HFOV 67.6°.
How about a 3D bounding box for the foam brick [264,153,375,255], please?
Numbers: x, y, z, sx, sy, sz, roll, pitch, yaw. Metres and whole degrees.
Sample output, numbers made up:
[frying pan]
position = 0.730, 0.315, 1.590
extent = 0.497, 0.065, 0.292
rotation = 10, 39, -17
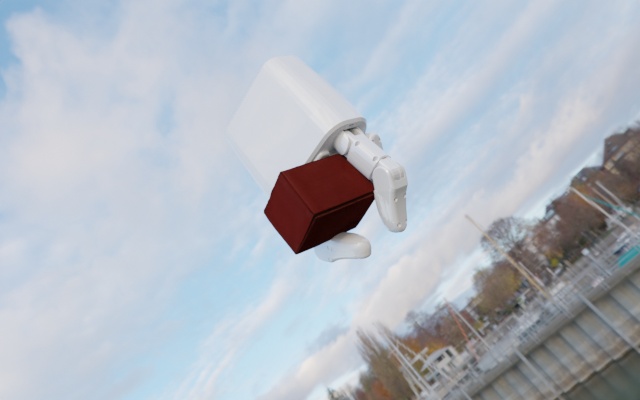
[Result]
[foam brick]
position = 0.000, 0.001, 0.410
extent = 0.078, 0.051, 0.053
rotation = -21, -29, -40
